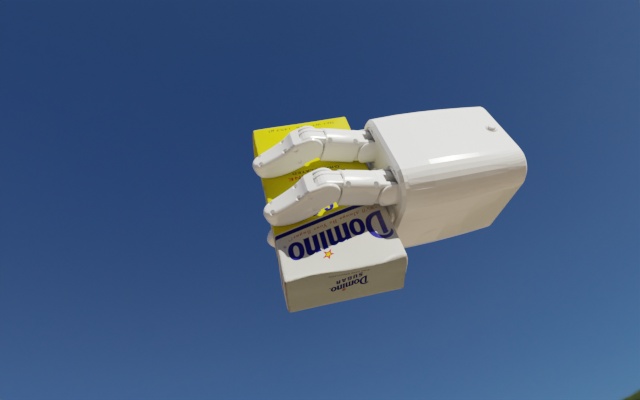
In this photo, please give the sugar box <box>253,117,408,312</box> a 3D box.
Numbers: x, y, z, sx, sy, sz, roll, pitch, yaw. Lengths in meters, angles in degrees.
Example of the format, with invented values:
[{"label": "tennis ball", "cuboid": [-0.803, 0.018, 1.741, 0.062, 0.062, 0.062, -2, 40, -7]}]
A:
[{"label": "sugar box", "cuboid": [0.000, 0.001, 0.404, 0.093, 0.048, 0.176, -11, 44, -8]}]
